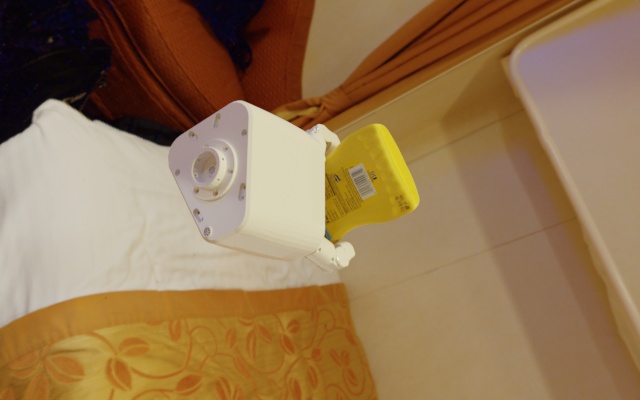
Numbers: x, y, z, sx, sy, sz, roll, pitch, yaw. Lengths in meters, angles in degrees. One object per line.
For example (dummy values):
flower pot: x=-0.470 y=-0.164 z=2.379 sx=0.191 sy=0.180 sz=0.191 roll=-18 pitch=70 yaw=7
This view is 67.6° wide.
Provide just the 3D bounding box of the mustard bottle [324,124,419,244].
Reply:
mustard bottle: x=0.000 y=0.002 z=0.510 sx=0.192 sy=0.096 sz=0.058 roll=-26 pitch=0 yaw=24
